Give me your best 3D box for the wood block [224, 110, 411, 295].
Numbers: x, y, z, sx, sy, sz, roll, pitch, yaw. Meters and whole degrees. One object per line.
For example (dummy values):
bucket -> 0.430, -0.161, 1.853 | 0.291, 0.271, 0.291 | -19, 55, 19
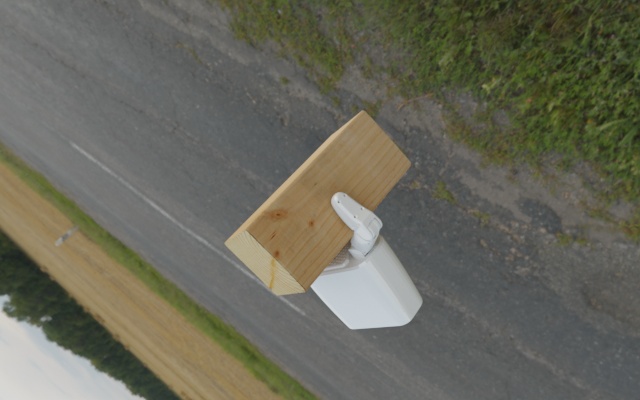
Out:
wood block -> 0.000, 0.002, 0.555 | 0.206, 0.090, 0.091 | -48, 10, -27
